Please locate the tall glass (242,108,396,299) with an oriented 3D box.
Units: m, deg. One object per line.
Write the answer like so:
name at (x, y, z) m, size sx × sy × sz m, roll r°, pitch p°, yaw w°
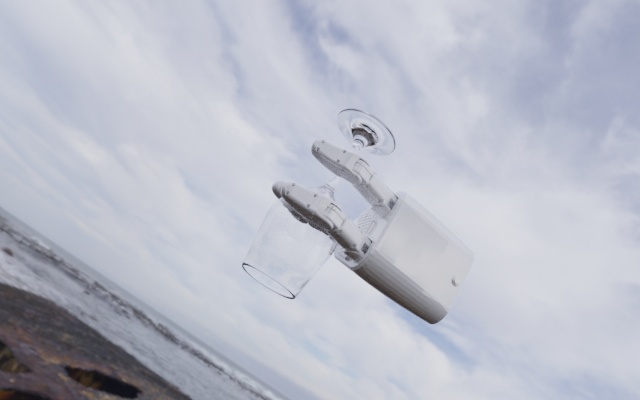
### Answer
tall glass at (0.000, 0.001, 0.498) m, size 0.079 × 0.201 × 0.079 m, roll 29°, pitch -22°, yaw 13°
